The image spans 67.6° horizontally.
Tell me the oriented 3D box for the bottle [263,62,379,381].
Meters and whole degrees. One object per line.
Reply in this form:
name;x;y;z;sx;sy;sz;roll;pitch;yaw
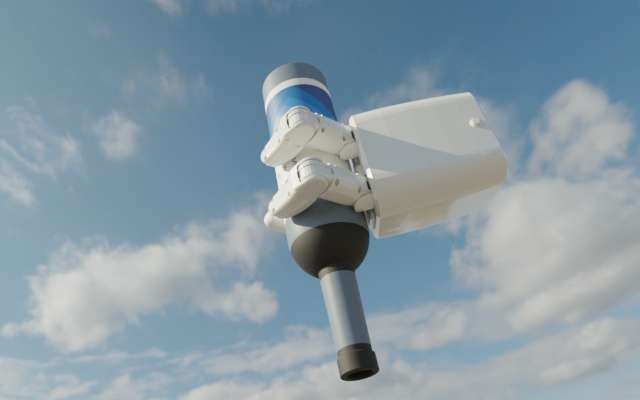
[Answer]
bottle;0.000;0.001;0.408;0.069;0.295;0.069;-9;-36;-6
